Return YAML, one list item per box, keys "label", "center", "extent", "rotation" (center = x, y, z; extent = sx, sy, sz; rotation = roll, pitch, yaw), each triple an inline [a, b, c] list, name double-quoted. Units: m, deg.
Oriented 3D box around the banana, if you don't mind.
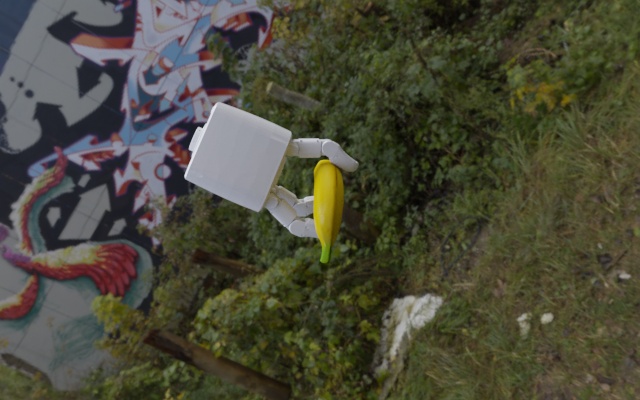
- label: "banana"
  center: [0.006, -0.010, 0.633]
  extent: [0.037, 0.070, 0.197]
  rotation: [16, 36, -11]
